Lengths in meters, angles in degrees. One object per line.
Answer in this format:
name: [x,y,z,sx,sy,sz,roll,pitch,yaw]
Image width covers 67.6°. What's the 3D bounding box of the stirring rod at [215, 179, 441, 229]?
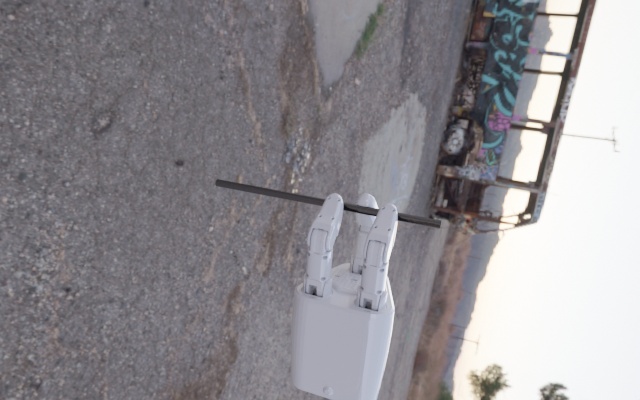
stirring rod: [0.000,0.002,0.485,0.239,0.011,0.011,11,3,18]
